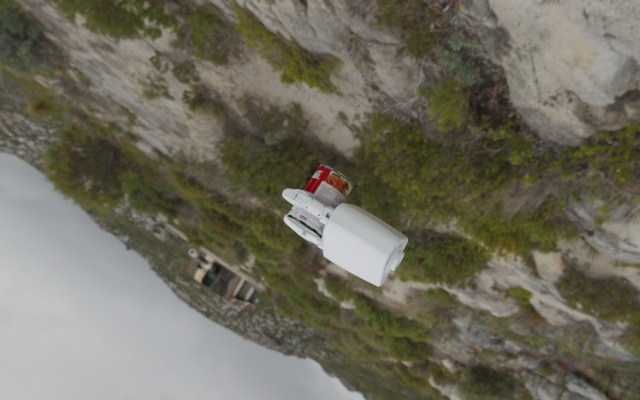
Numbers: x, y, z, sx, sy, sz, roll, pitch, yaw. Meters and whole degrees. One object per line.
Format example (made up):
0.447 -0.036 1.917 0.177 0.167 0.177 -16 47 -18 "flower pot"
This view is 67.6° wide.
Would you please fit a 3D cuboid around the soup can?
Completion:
0.000 0.003 0.775 0.068 0.102 0.068 32 -10 7 "soup can"
